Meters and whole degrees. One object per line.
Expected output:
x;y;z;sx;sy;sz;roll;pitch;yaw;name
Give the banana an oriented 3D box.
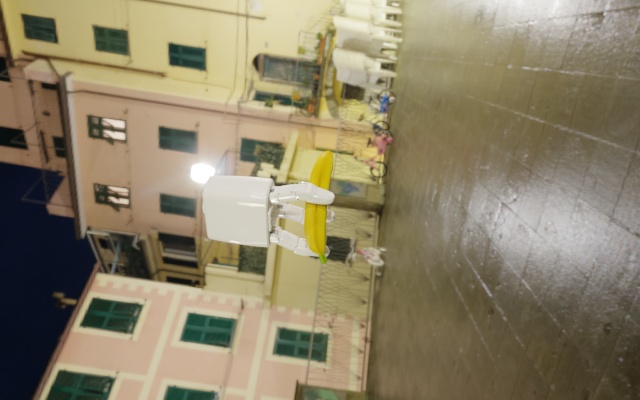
-0.003;0.001;0.790;0.037;0.197;0.070;3;-15;10;banana
